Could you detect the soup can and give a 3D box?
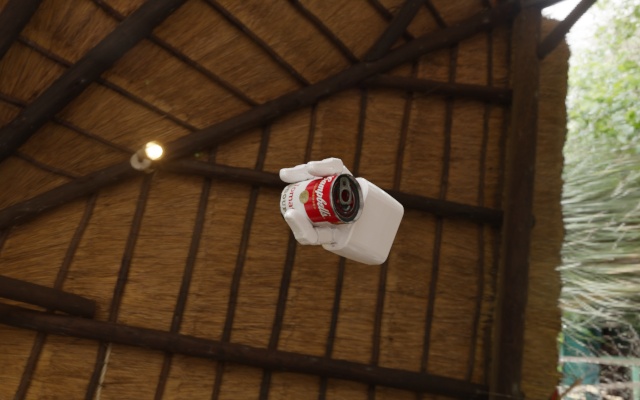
[{"bbox_3d":[0.000,0.002,0.669,0.102,0.068,0.068,-8,-5,43],"label":"soup can"}]
